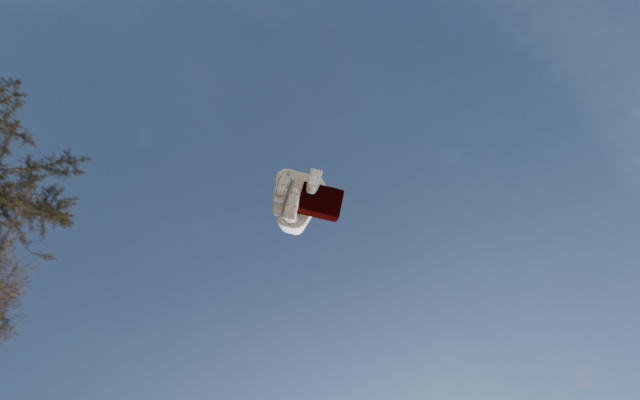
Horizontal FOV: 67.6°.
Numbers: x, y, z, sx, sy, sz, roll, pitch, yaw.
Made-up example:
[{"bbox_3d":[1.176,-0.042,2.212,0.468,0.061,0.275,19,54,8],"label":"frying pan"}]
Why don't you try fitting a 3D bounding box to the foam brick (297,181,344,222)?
[{"bbox_3d":[0.000,0.003,0.873,0.078,0.053,0.051,14,-14,1],"label":"foam brick"}]
